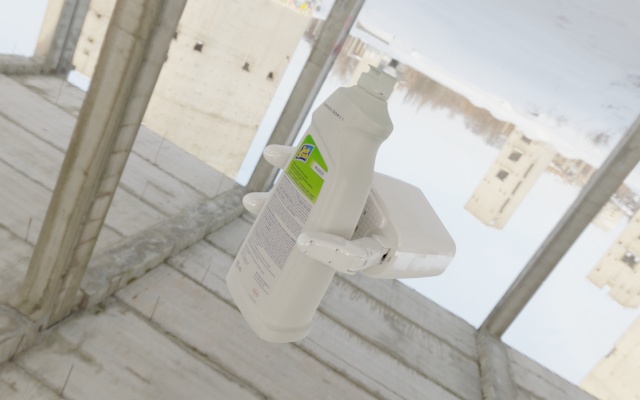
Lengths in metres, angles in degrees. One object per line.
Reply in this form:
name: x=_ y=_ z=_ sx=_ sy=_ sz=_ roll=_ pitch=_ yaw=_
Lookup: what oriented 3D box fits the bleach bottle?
bleach bottle: x=0.000 y=0.001 z=0.433 sx=0.068 sy=0.251 sz=0.102 roll=9 pitch=27 yaw=-44
